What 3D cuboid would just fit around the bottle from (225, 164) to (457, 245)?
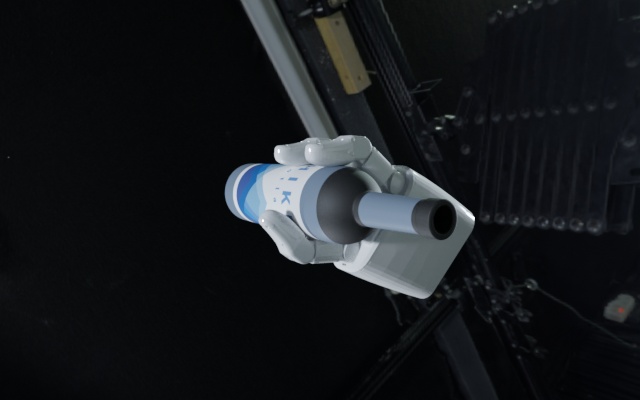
[{"bbox_3d":[0.000,0.001,0.433,0.069,0.069,0.295,0,4,-33],"label":"bottle"}]
